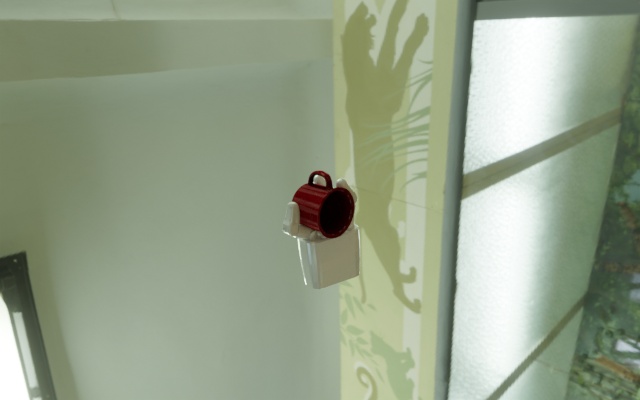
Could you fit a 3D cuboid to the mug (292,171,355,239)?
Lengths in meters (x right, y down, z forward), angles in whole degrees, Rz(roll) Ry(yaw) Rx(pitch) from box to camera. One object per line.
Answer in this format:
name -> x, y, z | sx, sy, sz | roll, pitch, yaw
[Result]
mug -> 0.000, 0.001, 0.860 | 0.093, 0.117, 0.081 | -23, 28, -38
